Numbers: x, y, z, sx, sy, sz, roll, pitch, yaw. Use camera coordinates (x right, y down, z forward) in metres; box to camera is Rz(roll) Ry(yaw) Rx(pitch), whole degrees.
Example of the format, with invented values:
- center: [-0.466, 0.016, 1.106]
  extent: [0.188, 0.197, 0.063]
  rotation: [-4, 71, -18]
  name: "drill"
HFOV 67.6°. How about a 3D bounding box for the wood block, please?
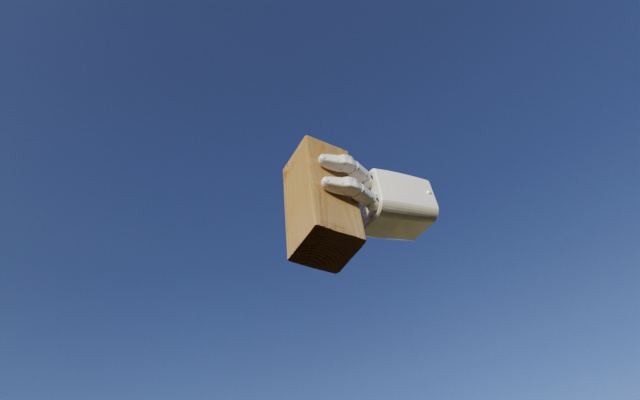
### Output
- center: [0.000, 0.003, 0.774]
  extent: [0.090, 0.206, 0.091]
  rotation: [18, -51, -23]
  name: "wood block"
